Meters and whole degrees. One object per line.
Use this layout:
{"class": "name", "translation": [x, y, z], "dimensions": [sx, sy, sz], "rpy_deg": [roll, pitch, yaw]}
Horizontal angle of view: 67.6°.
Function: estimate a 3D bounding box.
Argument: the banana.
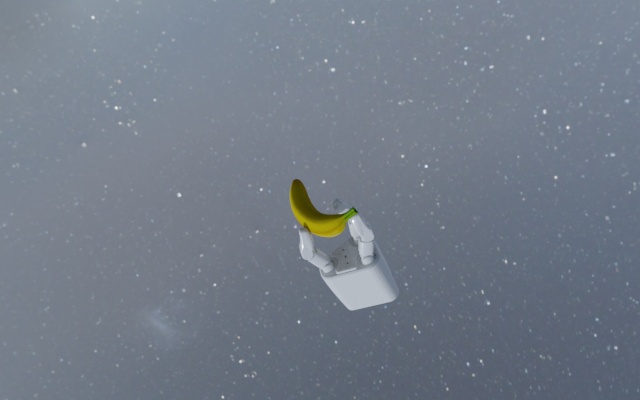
{"class": "banana", "translation": [-0.010, 0.018, 0.819], "dimensions": [0.037, 0.069, 0.197], "rpy_deg": [46, -10, -37]}
